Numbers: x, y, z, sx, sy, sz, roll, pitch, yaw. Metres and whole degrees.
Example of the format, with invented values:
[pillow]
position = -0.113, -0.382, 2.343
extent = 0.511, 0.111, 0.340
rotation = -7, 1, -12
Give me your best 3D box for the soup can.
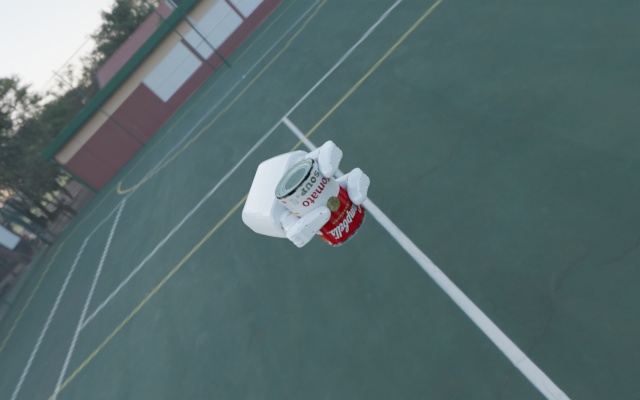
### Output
[soup can]
position = 0.000, 0.002, 0.610
extent = 0.102, 0.068, 0.068
rotation = 43, -21, -24
